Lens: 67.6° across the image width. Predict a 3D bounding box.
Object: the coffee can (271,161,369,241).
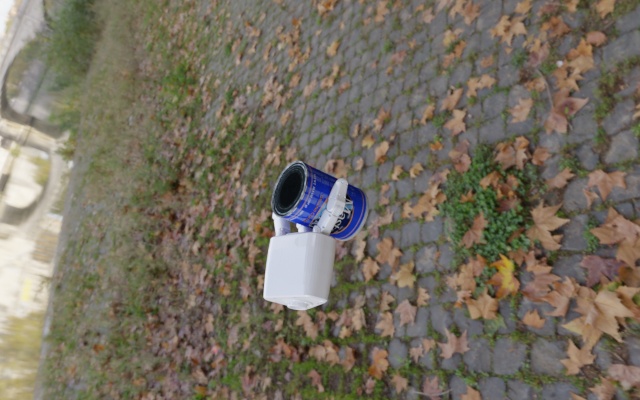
[{"bbox_3d":[0.000,0.003,0.841,0.140,0.103,0.103,23,-13,-33],"label":"coffee can"}]
